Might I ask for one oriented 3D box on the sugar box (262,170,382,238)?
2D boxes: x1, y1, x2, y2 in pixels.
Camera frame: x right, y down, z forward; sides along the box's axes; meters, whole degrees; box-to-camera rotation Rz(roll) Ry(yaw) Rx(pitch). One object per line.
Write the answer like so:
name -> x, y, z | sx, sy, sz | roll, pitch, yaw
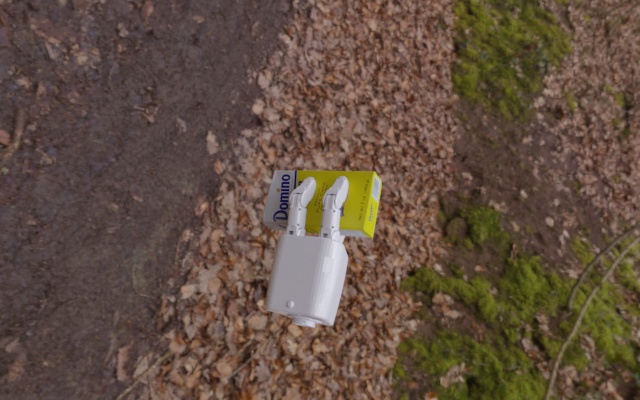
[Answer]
sugar box -> 0.000, 0.002, 0.729 | 0.176, 0.093, 0.048 | 3, -21, 26
